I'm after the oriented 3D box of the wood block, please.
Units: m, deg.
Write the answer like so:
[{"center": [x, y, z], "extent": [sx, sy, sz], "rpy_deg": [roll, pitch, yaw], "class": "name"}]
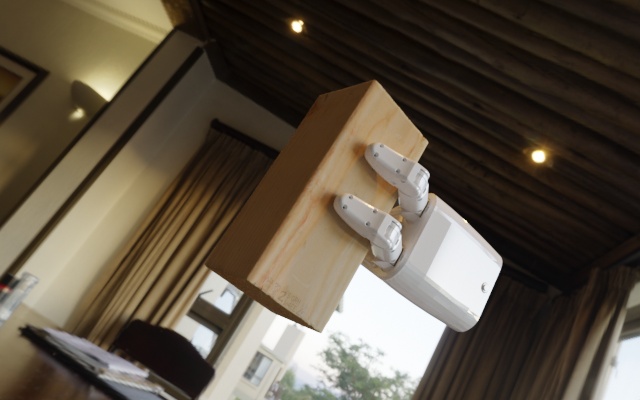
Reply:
[{"center": [0.000, 0.002, 0.441], "extent": [0.090, 0.206, 0.091], "rpy_deg": [42, -22, -27], "class": "wood block"}]
